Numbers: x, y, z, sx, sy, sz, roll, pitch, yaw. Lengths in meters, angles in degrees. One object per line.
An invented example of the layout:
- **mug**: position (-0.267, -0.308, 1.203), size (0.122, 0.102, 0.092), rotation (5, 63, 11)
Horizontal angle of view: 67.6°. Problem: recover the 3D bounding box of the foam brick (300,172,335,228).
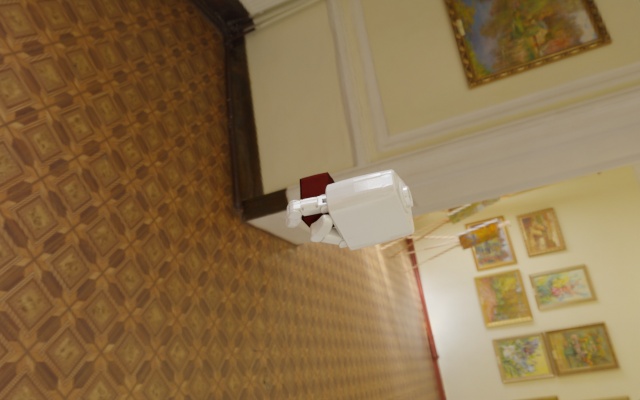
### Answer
- **foam brick**: position (0.000, 0.002, 0.777), size (0.051, 0.078, 0.053), rotation (-16, -35, 19)
